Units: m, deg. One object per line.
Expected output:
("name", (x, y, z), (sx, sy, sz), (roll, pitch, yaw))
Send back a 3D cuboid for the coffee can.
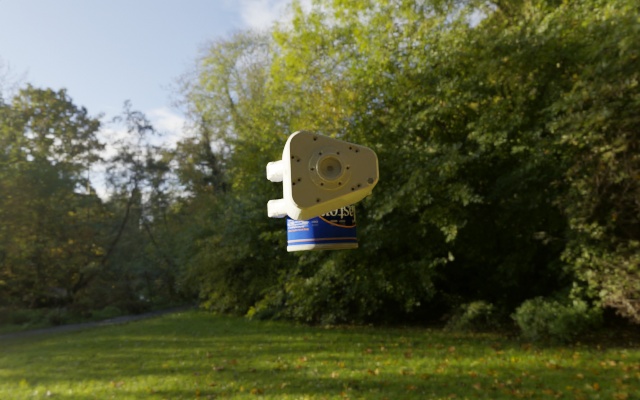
("coffee can", (0.000, 0.002, 0.702), (0.103, 0.140, 0.103), (-3, -7, 0))
